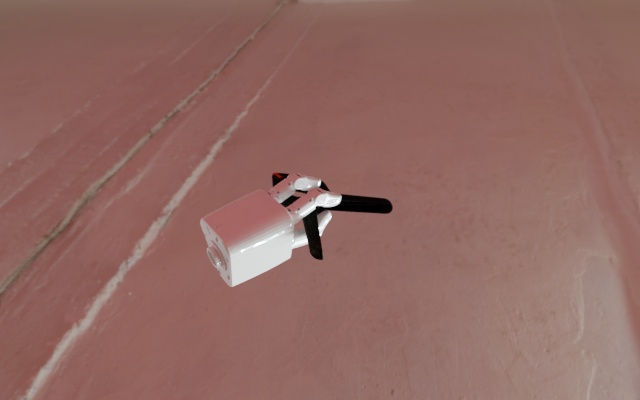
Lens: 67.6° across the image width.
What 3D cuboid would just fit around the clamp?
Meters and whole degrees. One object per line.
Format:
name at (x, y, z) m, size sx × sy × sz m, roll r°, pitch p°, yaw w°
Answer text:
clamp at (0.000, 0.003, 0.776) m, size 0.164 × 0.036 × 0.210 m, roll -25°, pitch 42°, yaw -27°
